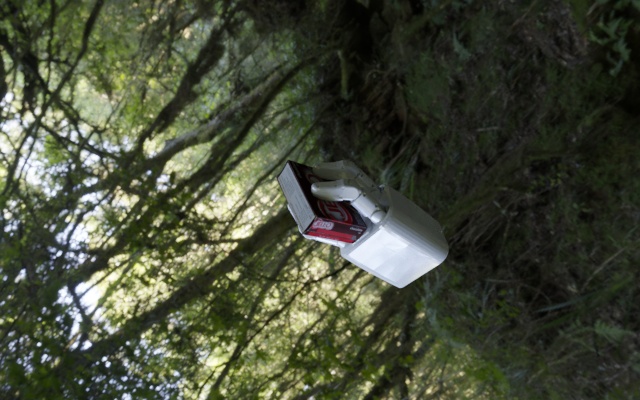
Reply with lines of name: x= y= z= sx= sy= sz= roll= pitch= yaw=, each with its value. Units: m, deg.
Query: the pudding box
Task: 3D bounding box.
pudding box: x=0.000 y=0.002 z=0.638 sx=0.090 sy=0.039 sz=0.113 roll=15 pitch=32 yaw=-40
